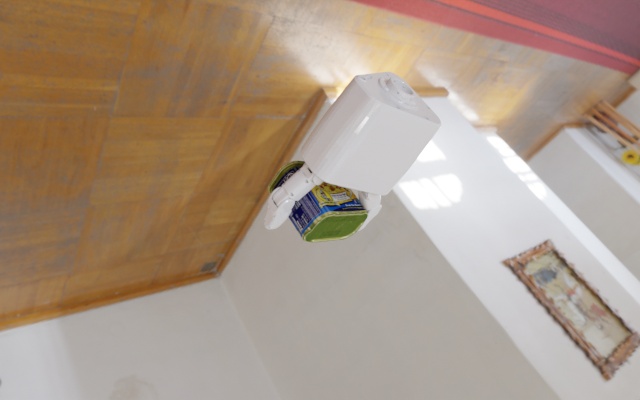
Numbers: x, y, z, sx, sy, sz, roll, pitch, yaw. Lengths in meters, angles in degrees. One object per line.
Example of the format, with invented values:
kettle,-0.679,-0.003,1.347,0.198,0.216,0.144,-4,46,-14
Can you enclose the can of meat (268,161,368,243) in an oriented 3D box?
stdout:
can of meat,0.000,0.002,0.583,0.102,0.084,0.057,-1,-42,-49
